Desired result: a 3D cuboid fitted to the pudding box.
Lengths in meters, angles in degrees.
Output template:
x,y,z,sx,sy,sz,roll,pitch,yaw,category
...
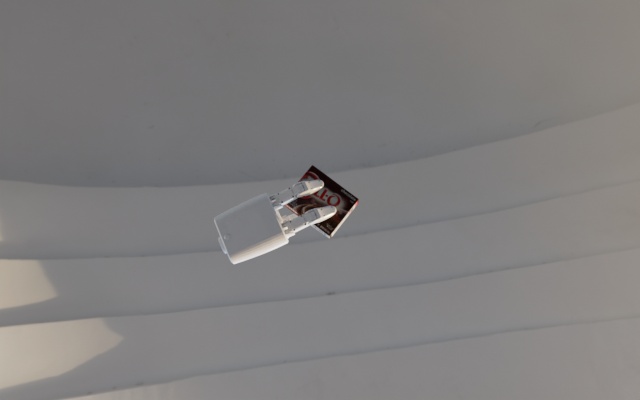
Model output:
x,y,z,sx,sy,sz,roll,pitch,yaw,category
0.000,0.003,0.886,0.113,0.090,0.039,37,-12,8,pudding box
